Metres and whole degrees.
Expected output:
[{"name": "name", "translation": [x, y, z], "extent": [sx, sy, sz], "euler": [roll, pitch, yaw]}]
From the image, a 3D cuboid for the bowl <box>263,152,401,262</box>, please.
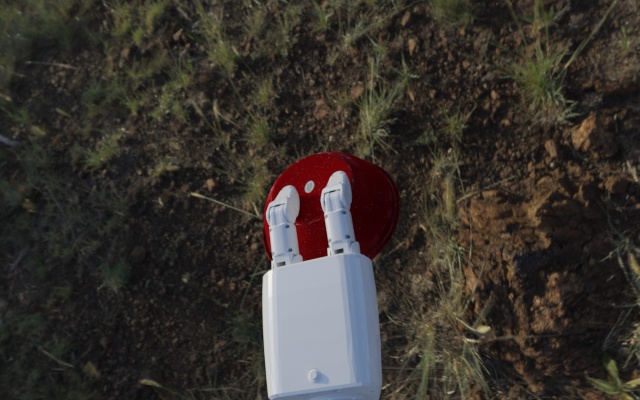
[{"name": "bowl", "translation": [0.000, 0.000, 0.509], "extent": [0.162, 0.162, 0.055], "euler": [0, -35, 27]}]
